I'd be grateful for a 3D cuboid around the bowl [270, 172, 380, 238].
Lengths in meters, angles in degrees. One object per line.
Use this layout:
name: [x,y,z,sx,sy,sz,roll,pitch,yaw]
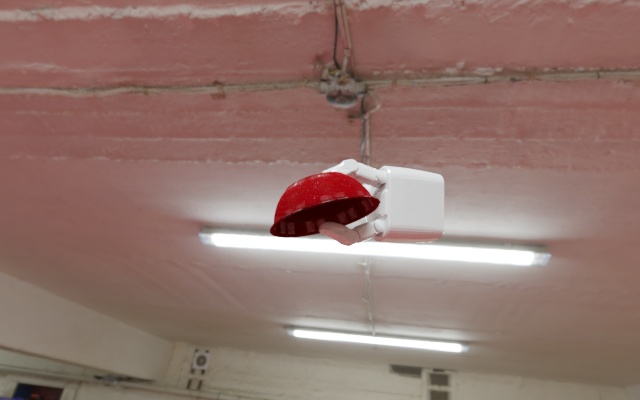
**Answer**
bowl: [-0.001,0.002,0.684,0.162,0.055,0.162,-15,-16,-4]
